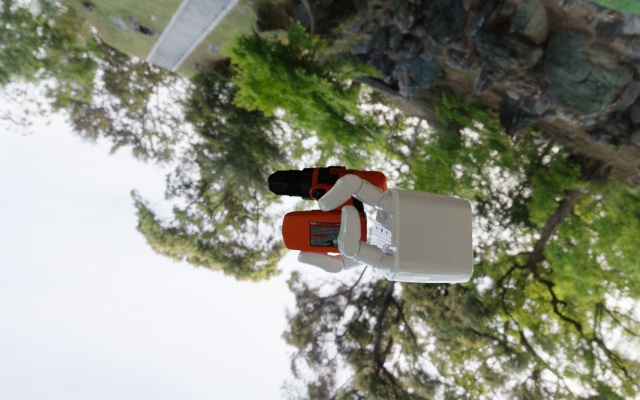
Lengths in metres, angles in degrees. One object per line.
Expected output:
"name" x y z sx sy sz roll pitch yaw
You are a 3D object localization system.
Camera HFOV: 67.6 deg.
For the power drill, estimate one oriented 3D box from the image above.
"power drill" 0.000 0.002 0.669 0.184 0.057 0.187 0 26 8
